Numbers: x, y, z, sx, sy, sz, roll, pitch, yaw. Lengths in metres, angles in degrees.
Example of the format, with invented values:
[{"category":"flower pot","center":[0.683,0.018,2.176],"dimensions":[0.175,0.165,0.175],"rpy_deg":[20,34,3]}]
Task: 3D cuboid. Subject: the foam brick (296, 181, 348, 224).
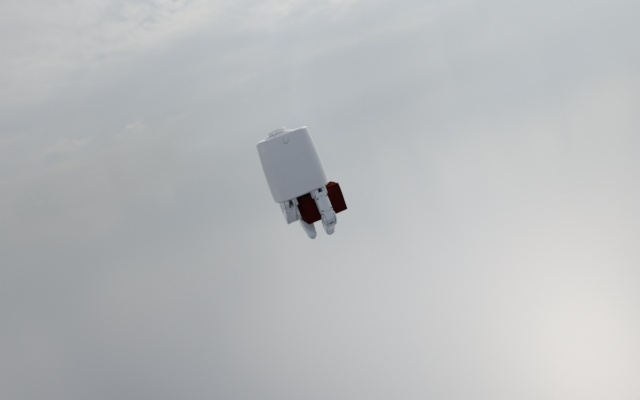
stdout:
[{"category":"foam brick","center":[0.000,0.003,0.854],"dimensions":[0.078,0.051,0.053],"rpy_deg":[-21,10,-12]}]
